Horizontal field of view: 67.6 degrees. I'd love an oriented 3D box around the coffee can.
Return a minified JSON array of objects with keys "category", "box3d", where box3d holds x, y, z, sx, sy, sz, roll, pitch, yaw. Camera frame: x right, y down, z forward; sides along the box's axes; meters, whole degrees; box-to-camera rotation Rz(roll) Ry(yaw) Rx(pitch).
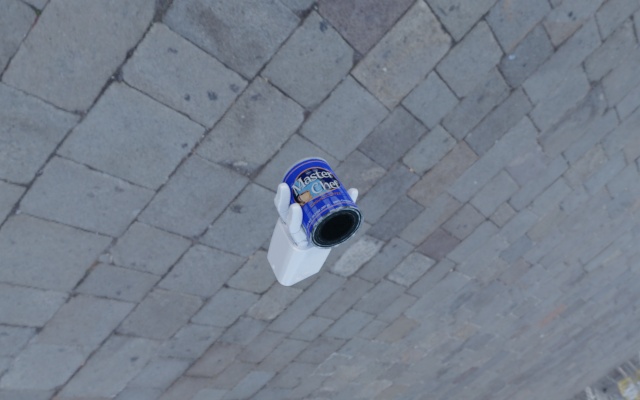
[{"category":"coffee can","box3d":[0.000,0.003,0.866,0.103,0.103,0.140,0,41,-34]}]
